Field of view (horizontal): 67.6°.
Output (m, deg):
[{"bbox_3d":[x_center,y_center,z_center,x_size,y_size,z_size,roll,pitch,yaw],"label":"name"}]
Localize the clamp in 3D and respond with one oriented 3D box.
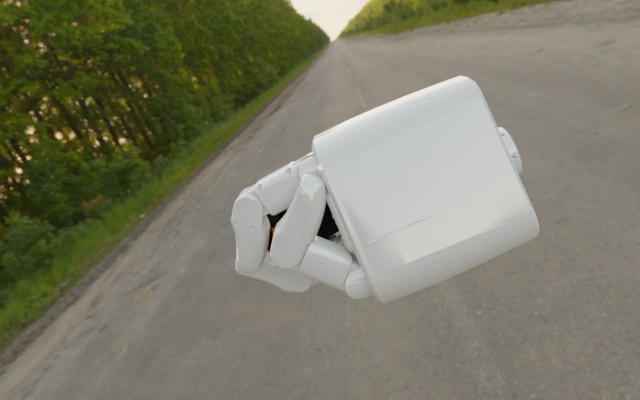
[{"bbox_3d":[0.000,0.001,0.405,0.120,0.039,0.171,-23,16,8],"label":"clamp"}]
